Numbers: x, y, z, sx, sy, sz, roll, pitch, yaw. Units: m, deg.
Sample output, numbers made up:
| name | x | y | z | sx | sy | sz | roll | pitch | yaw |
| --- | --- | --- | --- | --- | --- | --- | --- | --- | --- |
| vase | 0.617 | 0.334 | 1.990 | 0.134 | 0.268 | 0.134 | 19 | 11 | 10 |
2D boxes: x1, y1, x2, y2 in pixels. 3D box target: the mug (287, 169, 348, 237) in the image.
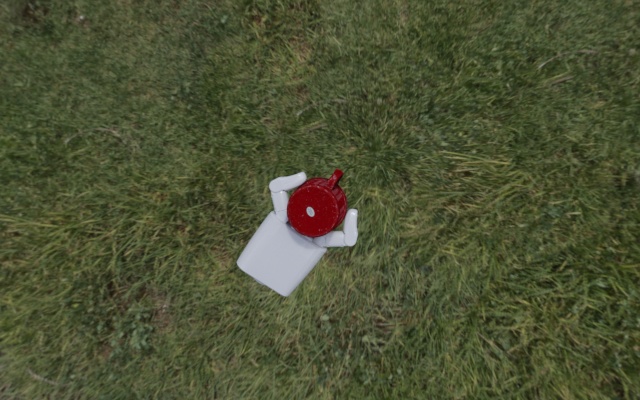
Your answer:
| name | x | y | z | sx | sy | sz | roll | pitch | yaw |
| --- | --- | --- | --- | --- | --- | --- | --- | --- | --- |
| mug | 0.001 | 0.001 | 0.745 | 0.093 | 0.117 | 0.081 | 36 | 9 | 2 |
